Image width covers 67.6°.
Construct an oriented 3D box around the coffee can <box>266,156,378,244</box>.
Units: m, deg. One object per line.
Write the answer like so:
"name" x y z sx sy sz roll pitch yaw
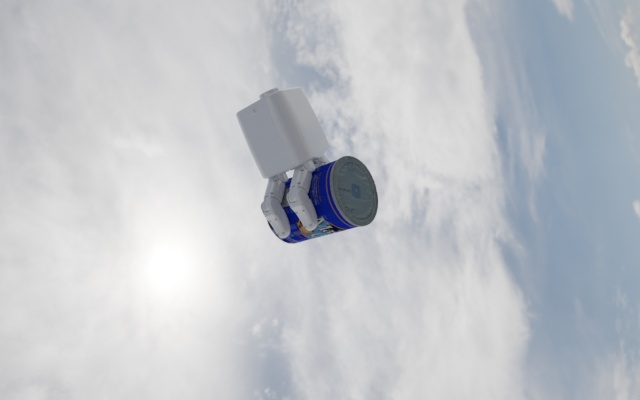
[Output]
"coffee can" 0.000 0.002 0.714 0.140 0.103 0.103 -18 -12 39
